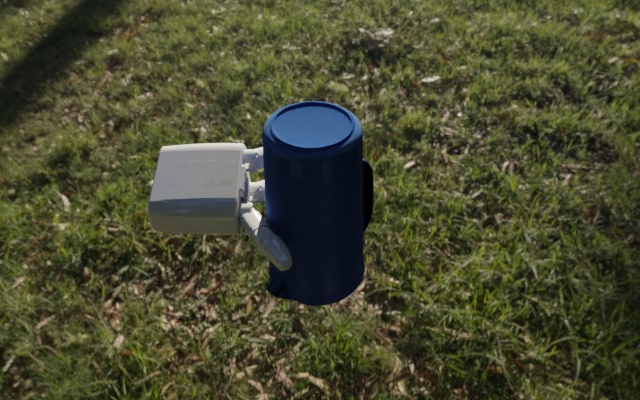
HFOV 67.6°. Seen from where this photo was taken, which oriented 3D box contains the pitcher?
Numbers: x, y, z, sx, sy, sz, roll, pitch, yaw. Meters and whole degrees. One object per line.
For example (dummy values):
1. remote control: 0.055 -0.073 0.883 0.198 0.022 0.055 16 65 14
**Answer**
1. pitcher: 0.000 0.002 0.591 0.145 0.243 0.149 1 43 1
